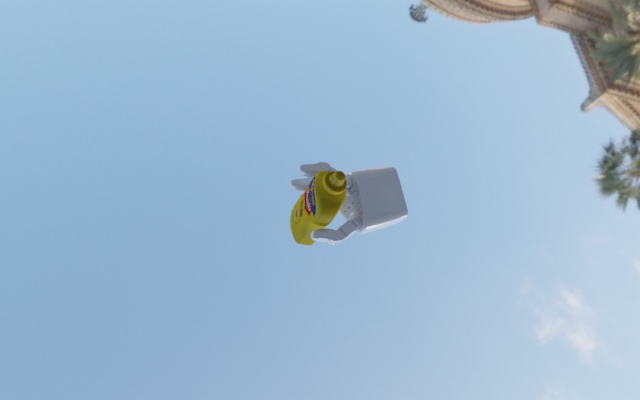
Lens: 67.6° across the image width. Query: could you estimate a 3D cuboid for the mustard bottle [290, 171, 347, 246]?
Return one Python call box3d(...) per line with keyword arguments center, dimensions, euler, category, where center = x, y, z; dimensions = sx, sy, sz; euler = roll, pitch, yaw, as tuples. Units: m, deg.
box3d(center=(0.000, 0.003, 0.860), dimensions=(0.058, 0.096, 0.192), euler=(11, -31, -18), category="mustard bottle")
